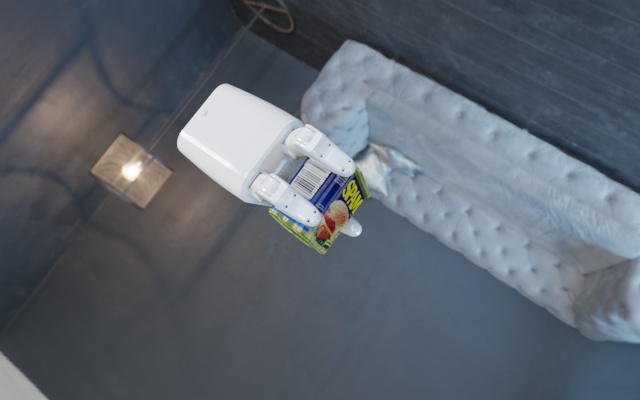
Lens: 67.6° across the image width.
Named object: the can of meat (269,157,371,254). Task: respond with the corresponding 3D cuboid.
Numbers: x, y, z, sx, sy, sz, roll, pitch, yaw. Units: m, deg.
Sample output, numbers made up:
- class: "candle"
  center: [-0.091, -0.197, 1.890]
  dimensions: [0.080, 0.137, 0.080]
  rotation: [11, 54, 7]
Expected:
- class: "can of meat"
  center: [0.000, 0.002, 0.486]
  dimensions: [0.057, 0.084, 0.102]
  rotation: [34, -8, 21]
